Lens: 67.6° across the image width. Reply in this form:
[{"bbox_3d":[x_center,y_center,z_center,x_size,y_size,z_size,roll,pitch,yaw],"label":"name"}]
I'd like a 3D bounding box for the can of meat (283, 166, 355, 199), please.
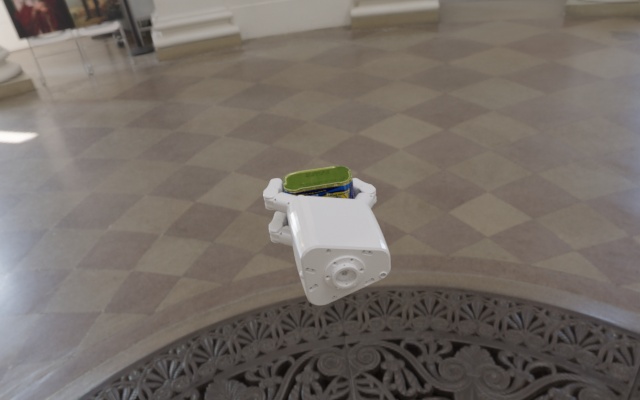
[{"bbox_3d":[0.000,0.002,0.680,0.102,0.084,0.057,-9,33,-2],"label":"can of meat"}]
